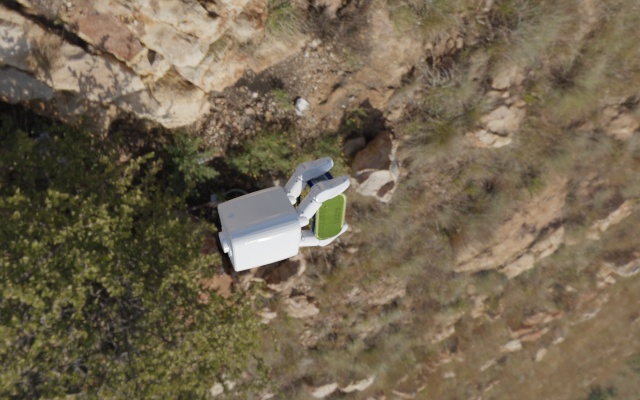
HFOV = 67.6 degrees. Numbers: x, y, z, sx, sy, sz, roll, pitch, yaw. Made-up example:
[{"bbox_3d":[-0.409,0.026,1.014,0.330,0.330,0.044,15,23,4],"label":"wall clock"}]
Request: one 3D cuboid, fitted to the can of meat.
[{"bbox_3d":[0.000,0.003,0.787,0.057,0.102,0.084,-13,41,-19],"label":"can of meat"}]
